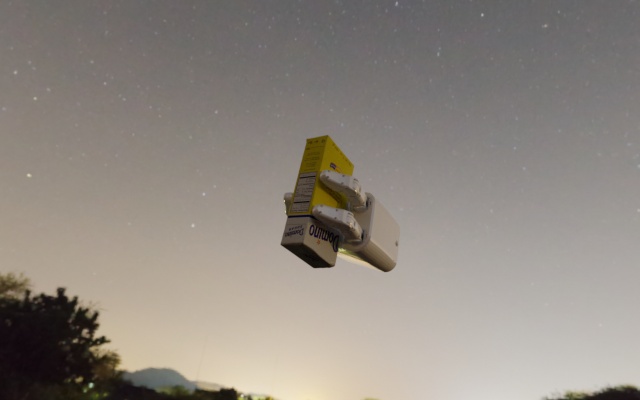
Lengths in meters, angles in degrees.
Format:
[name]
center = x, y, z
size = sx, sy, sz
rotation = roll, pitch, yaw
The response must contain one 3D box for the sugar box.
[sugar box]
center = 0.001, 0.002, 0.705
size = 0.048, 0.176, 0.093
rotation = -7, -31, 31
